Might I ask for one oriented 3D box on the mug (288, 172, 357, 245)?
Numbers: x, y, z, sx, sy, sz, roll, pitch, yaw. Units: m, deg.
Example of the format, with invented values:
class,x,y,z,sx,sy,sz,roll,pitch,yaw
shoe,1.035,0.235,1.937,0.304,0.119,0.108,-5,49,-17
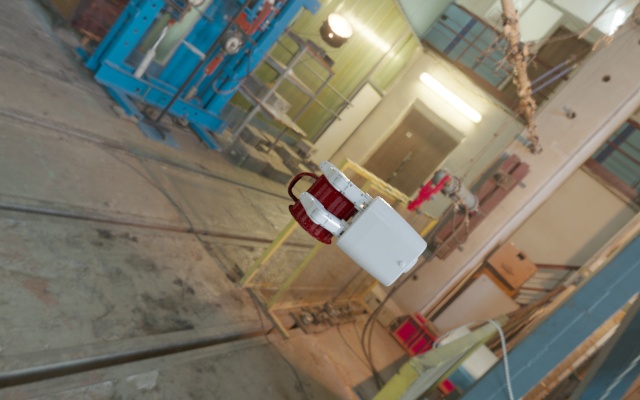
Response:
class,x,y,z,sx,sy,sz,roll,pitch,yaw
mug,-0.001,0.001,0.775,0.117,0.081,0.093,43,11,4
